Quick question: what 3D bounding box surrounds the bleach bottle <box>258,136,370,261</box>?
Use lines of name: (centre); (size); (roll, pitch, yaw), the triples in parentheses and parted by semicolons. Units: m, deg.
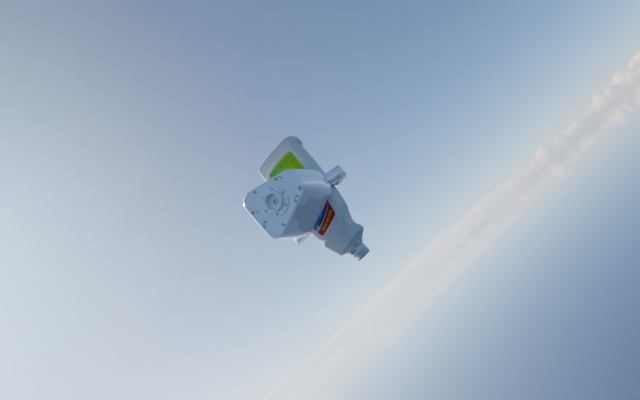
bleach bottle: (0.000, 0.003, 0.873); (0.102, 0.250, 0.068); (-47, -15, 15)
